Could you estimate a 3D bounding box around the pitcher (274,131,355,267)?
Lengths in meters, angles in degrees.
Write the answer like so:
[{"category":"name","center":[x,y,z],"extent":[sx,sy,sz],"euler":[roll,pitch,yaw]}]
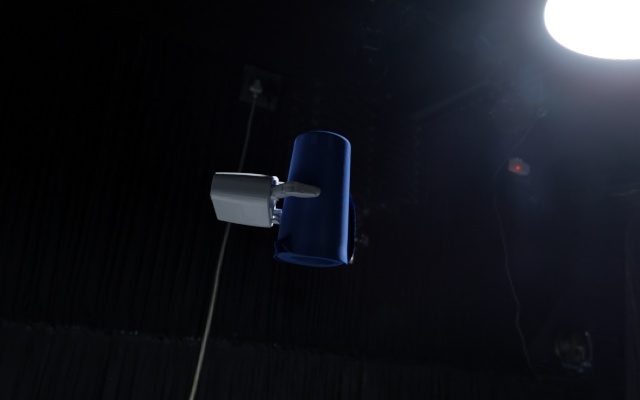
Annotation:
[{"category":"pitcher","center":[0.000,0.003,0.895],"extent":[0.145,0.242,0.149],"euler":[6,-14,3]}]
